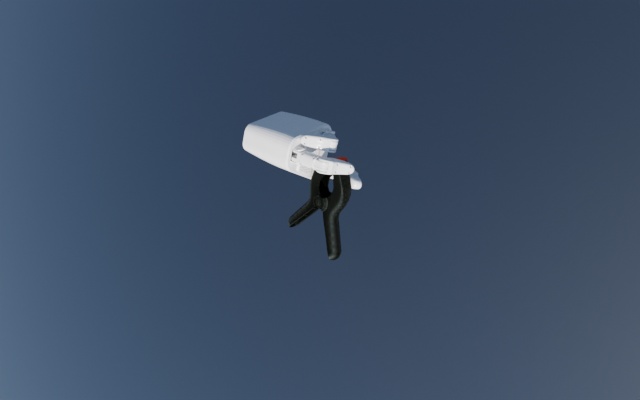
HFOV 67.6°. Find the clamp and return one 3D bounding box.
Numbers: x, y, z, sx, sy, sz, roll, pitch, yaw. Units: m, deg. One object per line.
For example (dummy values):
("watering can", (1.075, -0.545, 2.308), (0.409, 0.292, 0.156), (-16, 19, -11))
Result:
("clamp", (0.000, 0.003, 0.801), (0.120, 0.171, 0.039), (23, 21, 31))
